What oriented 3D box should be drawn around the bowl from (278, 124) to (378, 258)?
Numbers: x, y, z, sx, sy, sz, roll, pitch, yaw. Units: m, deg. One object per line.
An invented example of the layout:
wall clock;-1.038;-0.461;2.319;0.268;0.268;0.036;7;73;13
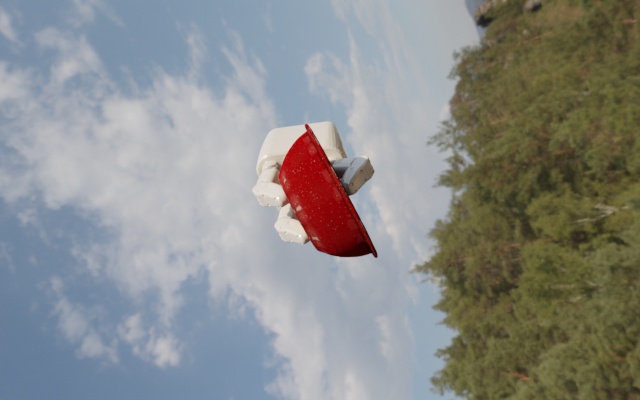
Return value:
bowl;0.000;0.002;0.511;0.055;0.162;0.162;-28;0;0
